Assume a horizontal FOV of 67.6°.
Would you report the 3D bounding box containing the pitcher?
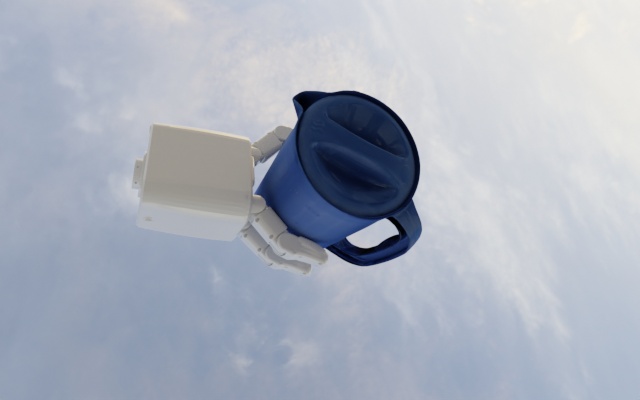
[{"bbox_3d":[0.000,0.002,0.543,0.145,0.149,0.243,8,-23,-21],"label":"pitcher"}]
